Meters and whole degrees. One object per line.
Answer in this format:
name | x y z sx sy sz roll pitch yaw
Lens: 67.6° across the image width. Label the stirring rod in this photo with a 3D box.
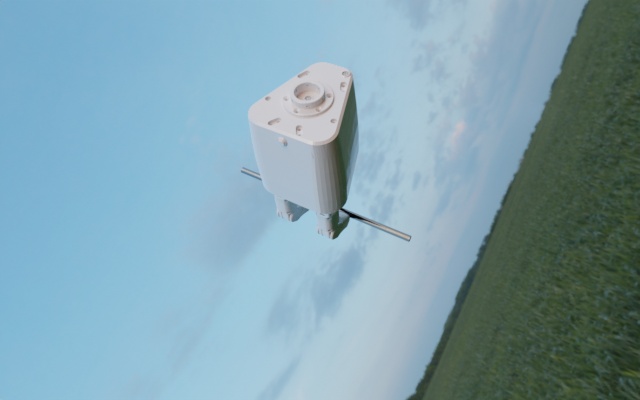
stirring rod | 0.000 0.002 0.598 0.239 0.011 0.011 22 8 20
